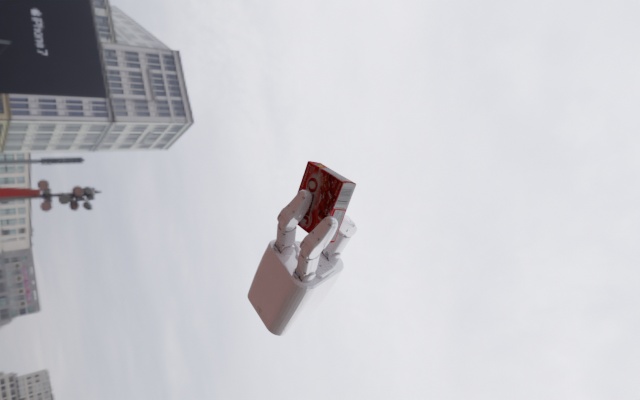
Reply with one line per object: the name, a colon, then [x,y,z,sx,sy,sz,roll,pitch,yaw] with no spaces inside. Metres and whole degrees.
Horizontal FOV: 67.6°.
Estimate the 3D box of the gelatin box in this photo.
gelatin box: [0.001,0.002,0.635,0.030,0.089,0.073,4,23,-45]
